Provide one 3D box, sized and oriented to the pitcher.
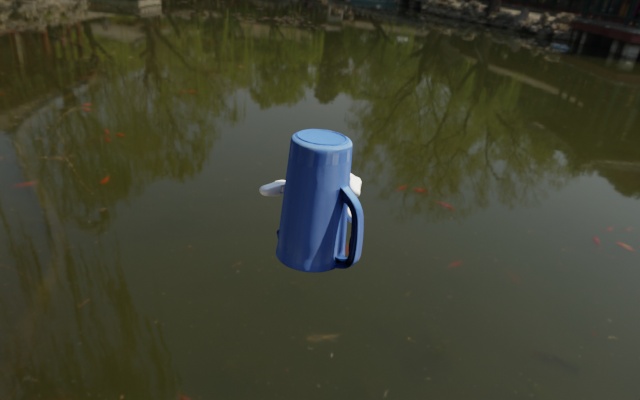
[{"bbox_3d":[0.000,0.003,0.868,0.149,0.243,0.145,3,25,-7],"label":"pitcher"}]
